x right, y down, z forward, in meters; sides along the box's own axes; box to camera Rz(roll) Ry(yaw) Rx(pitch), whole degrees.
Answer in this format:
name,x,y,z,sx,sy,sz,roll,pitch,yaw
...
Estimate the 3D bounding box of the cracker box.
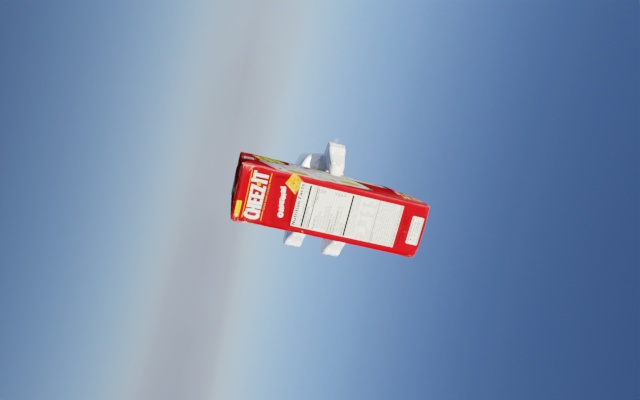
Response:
name,x,y,z,sx,sy,sz,roll,pitch,yaw
cracker box,0.000,0.002,0.587,0.214,0.072,0.164,12,7,-12
